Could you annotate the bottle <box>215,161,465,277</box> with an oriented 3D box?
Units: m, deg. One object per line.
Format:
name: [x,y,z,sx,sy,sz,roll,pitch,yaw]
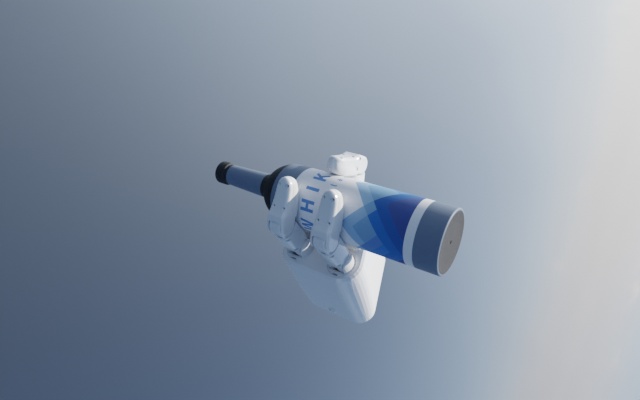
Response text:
bottle: [0.000,0.002,0.515,0.295,0.069,0.069,17,9,31]
